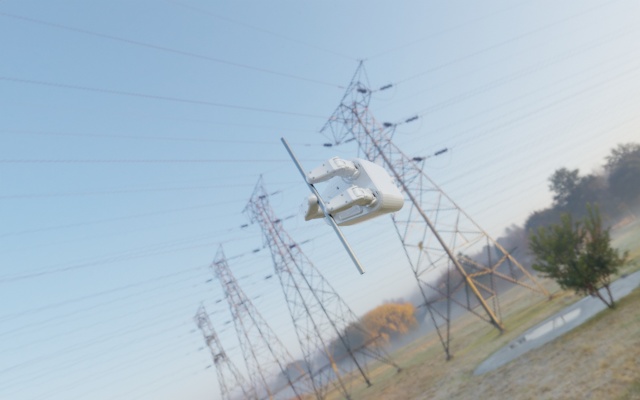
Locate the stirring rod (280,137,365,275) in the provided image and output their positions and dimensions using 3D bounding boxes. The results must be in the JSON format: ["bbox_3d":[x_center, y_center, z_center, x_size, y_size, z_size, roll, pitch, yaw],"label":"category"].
[{"bbox_3d":[0.000,0.002,0.692,0.011,0.239,0.011,-27,-19,-10],"label":"stirring rod"}]
